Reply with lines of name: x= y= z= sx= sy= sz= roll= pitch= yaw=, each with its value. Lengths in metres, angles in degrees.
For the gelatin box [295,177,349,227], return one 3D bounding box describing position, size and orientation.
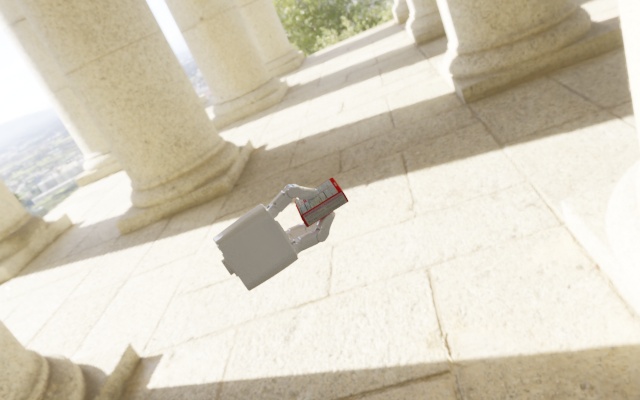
gelatin box: x=0.000 y=0.002 z=0.866 sx=0.089 sy=0.030 sz=0.073 roll=-33 pitch=24 yaw=1
